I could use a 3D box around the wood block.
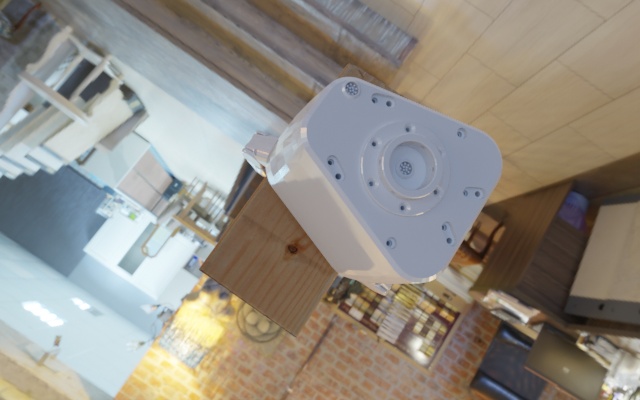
[{"bbox_3d":[0.000,0.001,0.410,0.091,0.206,0.090,34,-13,4],"label":"wood block"}]
